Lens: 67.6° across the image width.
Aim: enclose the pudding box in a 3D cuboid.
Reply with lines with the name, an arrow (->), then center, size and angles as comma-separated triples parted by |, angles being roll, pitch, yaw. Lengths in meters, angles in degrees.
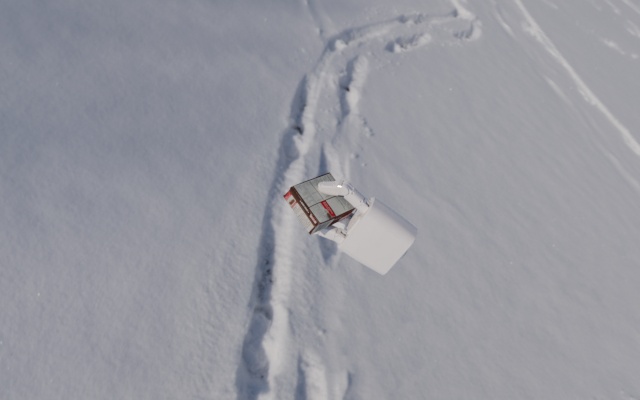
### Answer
pudding box -> 0.000, 0.003, 0.886 | 0.113, 0.090, 0.039 | -21, -20, -47
